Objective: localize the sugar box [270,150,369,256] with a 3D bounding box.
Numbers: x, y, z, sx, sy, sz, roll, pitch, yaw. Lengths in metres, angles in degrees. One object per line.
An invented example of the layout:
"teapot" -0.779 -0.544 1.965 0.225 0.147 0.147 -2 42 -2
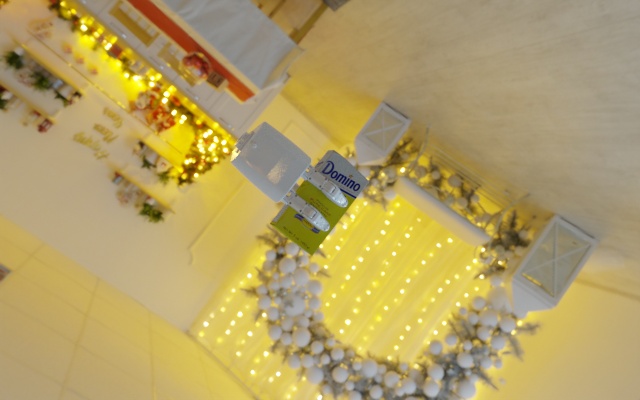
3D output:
"sugar box" 0.000 0.003 0.868 0.093 0.176 0.048 40 -8 -17
